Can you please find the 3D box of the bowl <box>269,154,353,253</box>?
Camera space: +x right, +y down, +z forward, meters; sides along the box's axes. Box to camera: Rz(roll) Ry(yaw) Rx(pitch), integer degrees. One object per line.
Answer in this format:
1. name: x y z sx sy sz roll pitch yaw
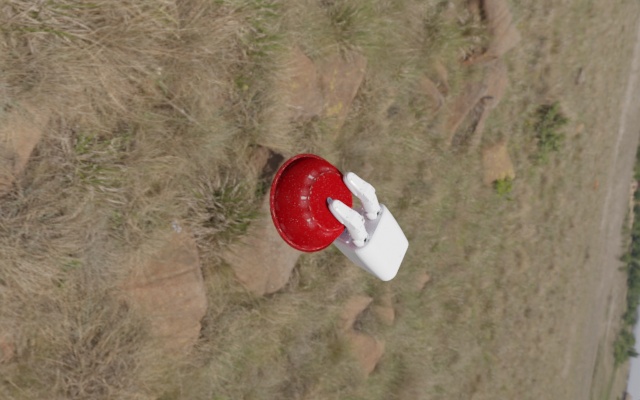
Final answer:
1. bowl: -0.001 0.002 0.756 0.162 0.162 0.055 0 -3 -40
